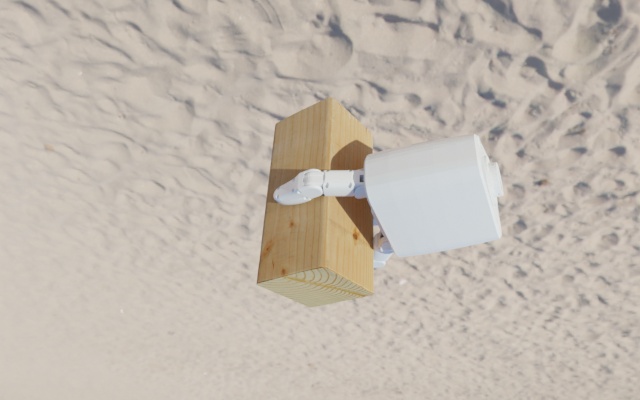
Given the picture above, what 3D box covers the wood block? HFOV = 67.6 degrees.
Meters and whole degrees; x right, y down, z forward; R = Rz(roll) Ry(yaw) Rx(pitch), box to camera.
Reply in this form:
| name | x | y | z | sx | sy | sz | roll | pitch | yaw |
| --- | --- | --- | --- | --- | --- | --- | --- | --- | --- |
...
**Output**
| name | x | y | z | sx | sy | sz | roll | pitch | yaw |
| --- | --- | --- | --- | --- | --- | --- | --- | --- | --- |
| wood block | 0.000 | 0.002 | 0.537 | 0.090 | 0.206 | 0.091 | -19 | -37 | 33 |
